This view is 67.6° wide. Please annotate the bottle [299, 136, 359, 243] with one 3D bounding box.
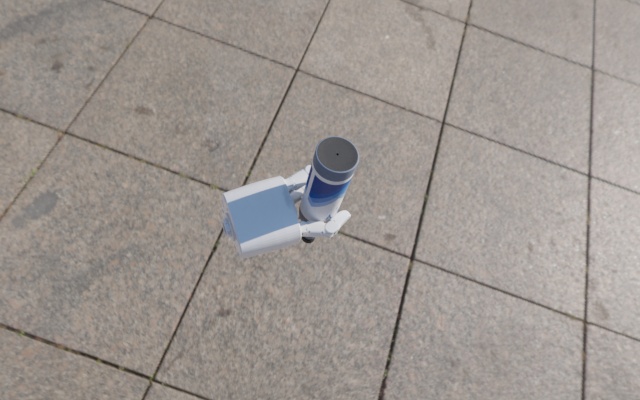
[{"bbox_3d":[0.000,0.003,0.830,0.069,0.069,0.296,0,-29,-11],"label":"bottle"}]
